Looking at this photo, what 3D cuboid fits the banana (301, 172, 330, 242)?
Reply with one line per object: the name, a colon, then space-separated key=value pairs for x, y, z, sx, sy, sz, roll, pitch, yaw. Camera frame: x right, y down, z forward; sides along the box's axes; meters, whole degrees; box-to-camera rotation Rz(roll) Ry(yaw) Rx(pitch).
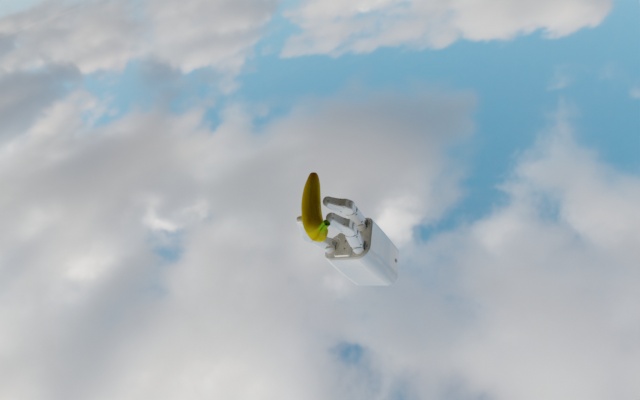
banana: x=-0.009 y=0.019 z=0.861 sx=0.037 sy=0.070 sz=0.197 roll=23 pitch=23 yaw=-21
